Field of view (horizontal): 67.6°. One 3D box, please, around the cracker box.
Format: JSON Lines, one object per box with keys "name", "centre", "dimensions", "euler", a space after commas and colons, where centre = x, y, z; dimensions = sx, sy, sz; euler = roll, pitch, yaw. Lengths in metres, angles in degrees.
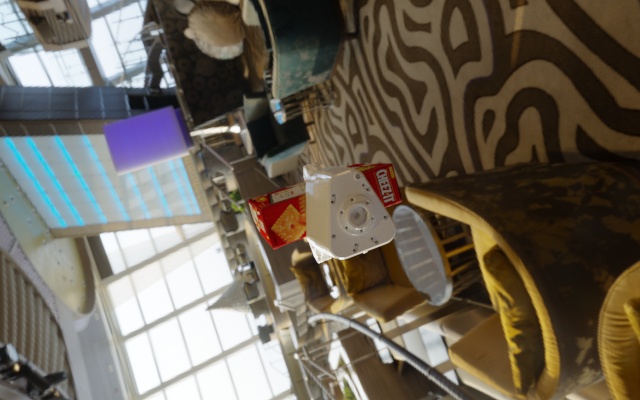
{"name": "cracker box", "centre": [0.000, 0.002, 0.778], "dimensions": [0.213, 0.072, 0.164], "euler": [-19, 9, -13]}
